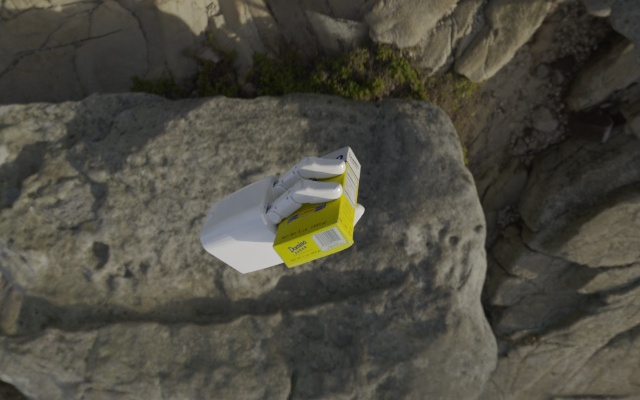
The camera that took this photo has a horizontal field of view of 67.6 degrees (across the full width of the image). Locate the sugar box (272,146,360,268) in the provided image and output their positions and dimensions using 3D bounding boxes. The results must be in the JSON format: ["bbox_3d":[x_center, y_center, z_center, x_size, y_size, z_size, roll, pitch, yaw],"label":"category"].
[{"bbox_3d":[0.000,0.002,0.631,0.093,0.048,0.176,-21,33,21],"label":"sugar box"}]
